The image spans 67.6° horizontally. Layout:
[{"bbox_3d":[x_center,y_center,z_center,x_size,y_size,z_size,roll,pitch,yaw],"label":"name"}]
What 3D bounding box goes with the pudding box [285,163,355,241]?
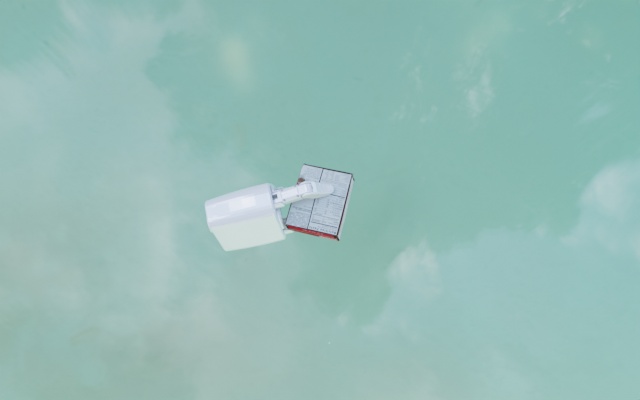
[{"bbox_3d":[0.000,0.003,0.784,0.090,0.113,0.039,13,-14,9],"label":"pudding box"}]
